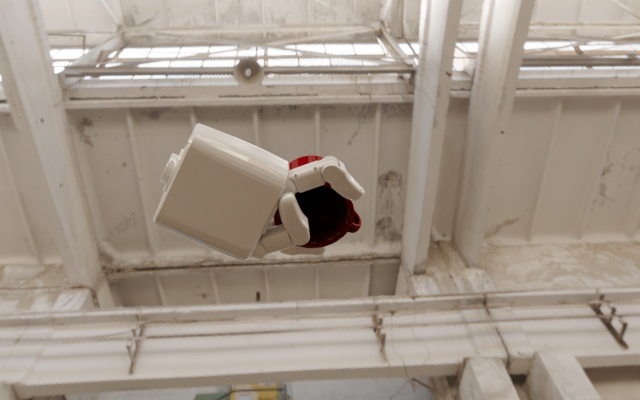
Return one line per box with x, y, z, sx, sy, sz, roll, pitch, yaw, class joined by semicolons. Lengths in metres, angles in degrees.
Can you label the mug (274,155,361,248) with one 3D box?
0.001;0.002;0.585;0.117;0.093;0.081;25;26;-19;mug
